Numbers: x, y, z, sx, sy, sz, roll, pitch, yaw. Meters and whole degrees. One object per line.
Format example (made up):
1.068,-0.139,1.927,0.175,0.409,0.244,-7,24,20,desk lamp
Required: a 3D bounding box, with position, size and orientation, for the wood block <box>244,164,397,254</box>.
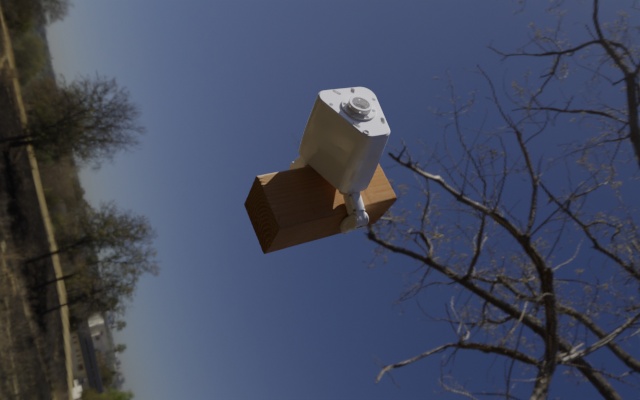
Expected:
0.000,0.002,0.740,0.206,0.090,0.090,-13,-24,-29,wood block
